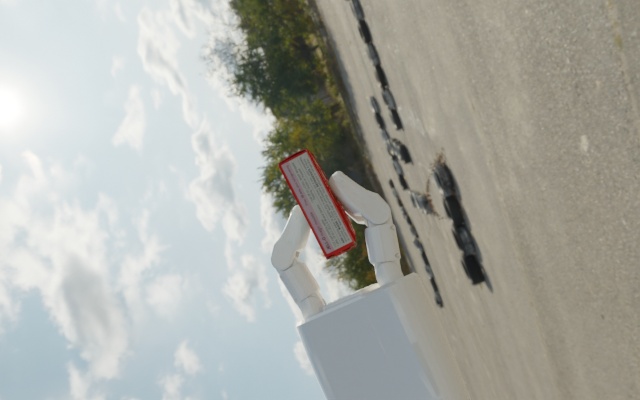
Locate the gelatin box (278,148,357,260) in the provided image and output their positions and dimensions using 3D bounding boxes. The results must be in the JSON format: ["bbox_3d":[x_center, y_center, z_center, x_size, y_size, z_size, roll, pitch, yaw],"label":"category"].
[{"bbox_3d":[-0.001,0.001,0.412,0.030,0.089,0.073,-28,1,4],"label":"gelatin box"}]
